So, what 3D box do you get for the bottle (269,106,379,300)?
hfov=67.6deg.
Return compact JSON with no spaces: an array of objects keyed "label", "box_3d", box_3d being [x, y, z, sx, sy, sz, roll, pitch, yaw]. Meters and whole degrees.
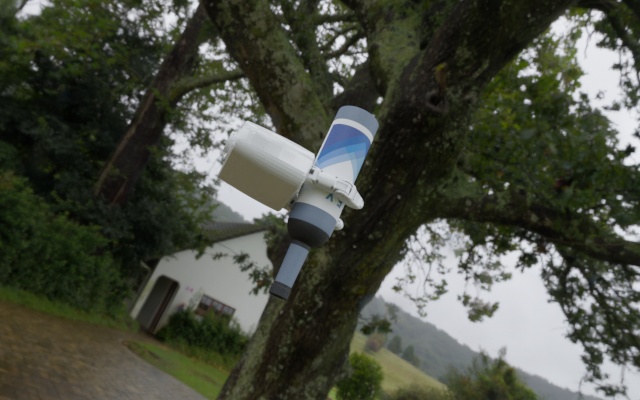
[{"label":"bottle","box_3d":[0.000,0.002,0.690,0.069,0.295,0.069,22,-17,7]}]
